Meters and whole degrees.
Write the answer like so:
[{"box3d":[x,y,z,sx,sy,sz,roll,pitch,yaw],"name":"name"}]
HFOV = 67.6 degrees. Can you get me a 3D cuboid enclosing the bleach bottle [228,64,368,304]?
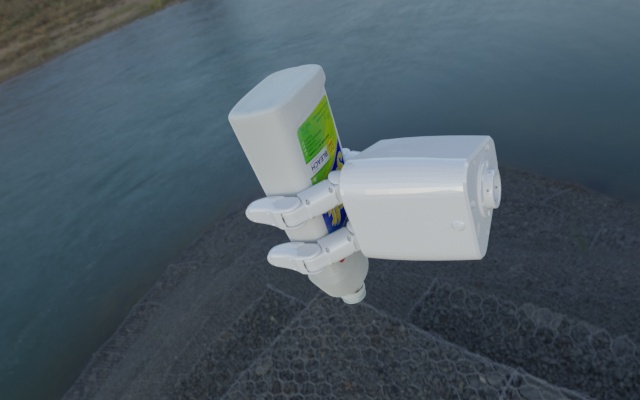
[{"box3d":[0.000,0.002,0.481,0.068,0.251,0.102,-1,37,31],"name":"bleach bottle"}]
